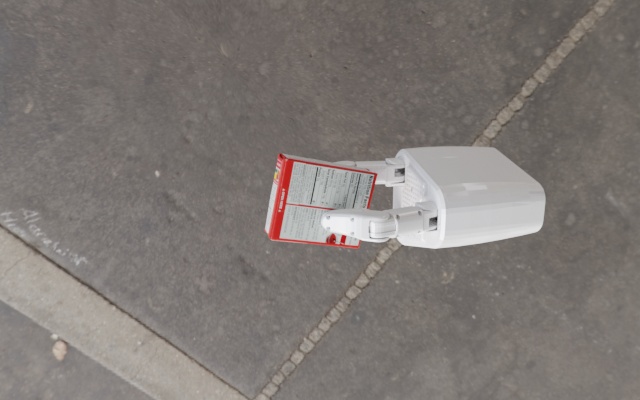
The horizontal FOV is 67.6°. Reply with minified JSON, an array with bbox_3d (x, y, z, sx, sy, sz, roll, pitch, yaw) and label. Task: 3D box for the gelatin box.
[{"bbox_3d":[0.000,0.001,0.430,0.089,0.073,0.030,7,13,-20],"label":"gelatin box"}]
